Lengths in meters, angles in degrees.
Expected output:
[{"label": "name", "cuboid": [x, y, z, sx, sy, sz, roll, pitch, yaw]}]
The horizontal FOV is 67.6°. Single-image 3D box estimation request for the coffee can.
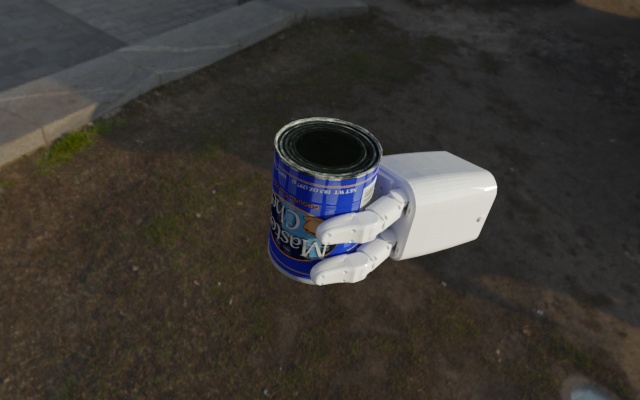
[{"label": "coffee can", "cuboid": [0.000, 0.002, 0.490, 0.103, 0.140, 0.102, 5, 39, -4]}]
